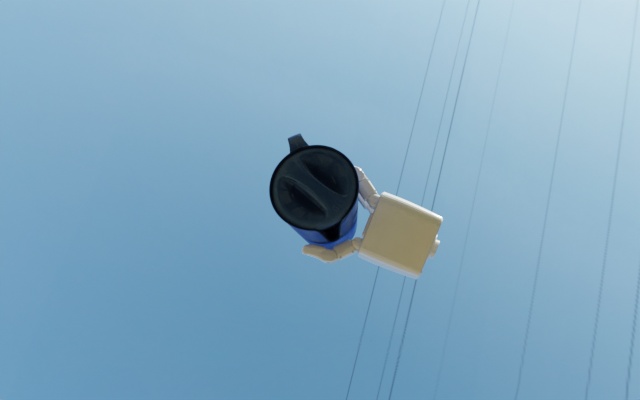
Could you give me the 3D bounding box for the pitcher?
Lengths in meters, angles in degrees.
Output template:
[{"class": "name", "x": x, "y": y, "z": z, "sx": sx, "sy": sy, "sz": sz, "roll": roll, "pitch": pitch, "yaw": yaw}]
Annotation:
[{"class": "pitcher", "x": 0.000, "y": 0.003, "z": 0.808, "sx": 0.145, "sy": 0.149, "sz": 0.243, "roll": 21, "pitch": -13, "yaw": 12}]
